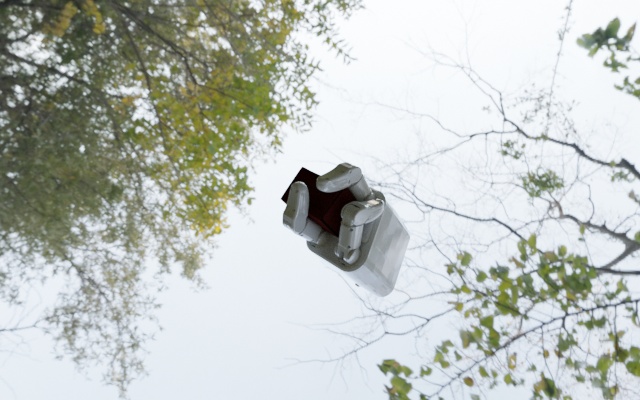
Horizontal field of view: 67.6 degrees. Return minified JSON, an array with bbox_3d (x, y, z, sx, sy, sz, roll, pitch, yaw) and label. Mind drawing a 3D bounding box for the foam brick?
[{"bbox_3d":[0.000,0.002,0.595,0.078,0.053,0.051,27,-12,41],"label":"foam brick"}]
